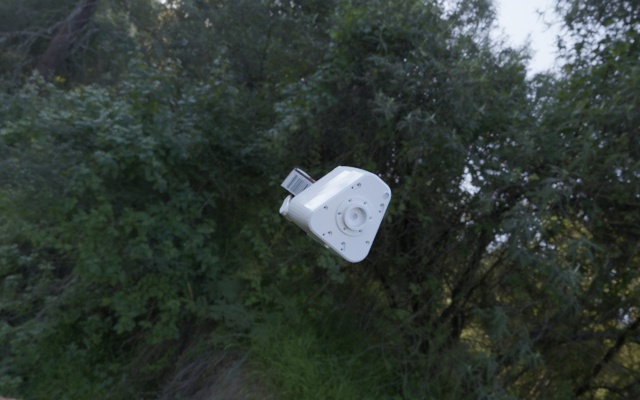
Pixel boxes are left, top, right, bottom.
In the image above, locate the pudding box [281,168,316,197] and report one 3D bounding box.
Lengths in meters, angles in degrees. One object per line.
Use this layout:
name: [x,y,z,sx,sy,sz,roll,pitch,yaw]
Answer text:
pudding box: [0.000,0.002,0.745,0.113,0.039,0.090,39,-2,12]
